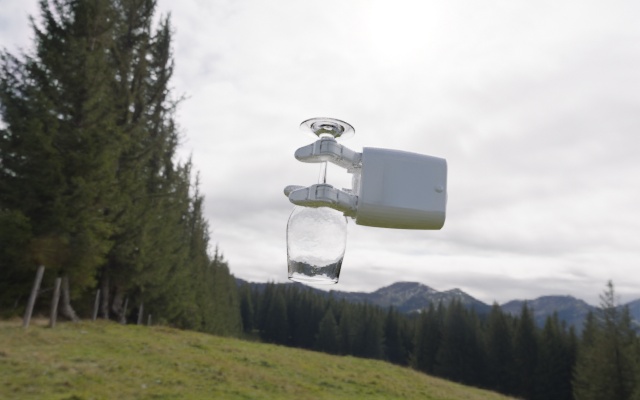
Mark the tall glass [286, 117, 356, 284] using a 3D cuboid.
[{"bbox_3d":[0.000,0.001,0.603,0.079,0.201,0.079,6,-14,1],"label":"tall glass"}]
